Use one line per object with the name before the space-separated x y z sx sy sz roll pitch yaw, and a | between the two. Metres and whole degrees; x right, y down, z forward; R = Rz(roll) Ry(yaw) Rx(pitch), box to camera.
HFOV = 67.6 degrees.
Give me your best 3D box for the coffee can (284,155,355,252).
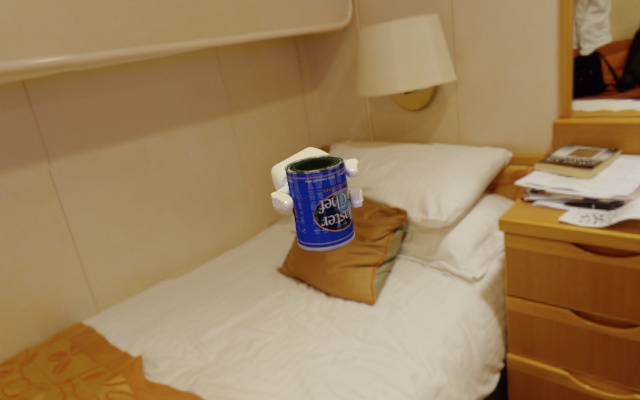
coffee can | 0.000 0.003 0.820 0.103 0.140 0.102 -8 18 3
